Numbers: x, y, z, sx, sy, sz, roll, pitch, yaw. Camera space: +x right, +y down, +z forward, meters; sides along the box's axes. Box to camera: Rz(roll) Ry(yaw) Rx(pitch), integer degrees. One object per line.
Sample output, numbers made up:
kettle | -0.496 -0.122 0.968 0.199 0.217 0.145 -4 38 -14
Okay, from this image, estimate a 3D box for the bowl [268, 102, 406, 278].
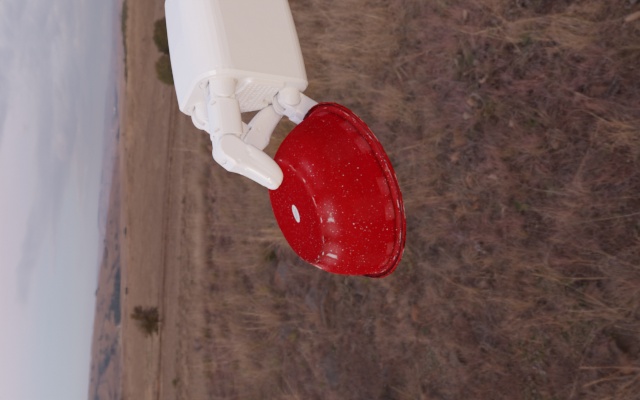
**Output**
bowl | 0.000 0.003 0.408 0.055 0.162 0.162 -21 10 -26
